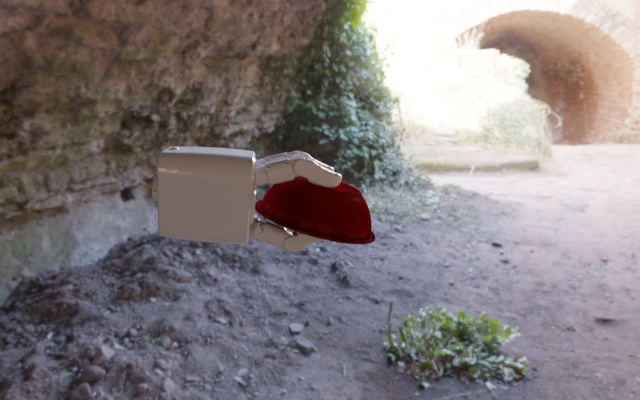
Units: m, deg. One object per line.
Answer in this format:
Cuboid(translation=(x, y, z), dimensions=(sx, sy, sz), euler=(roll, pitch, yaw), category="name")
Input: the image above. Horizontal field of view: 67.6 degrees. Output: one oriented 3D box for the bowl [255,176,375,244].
Cuboid(translation=(0.001, 0.002, 0.611), dimensions=(0.162, 0.055, 0.162), euler=(16, 10, -3), category="bowl")
